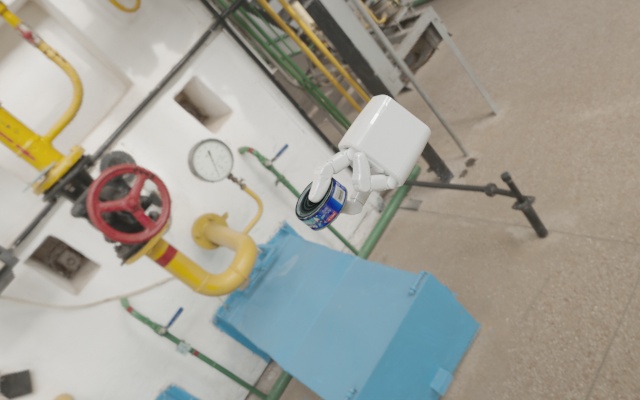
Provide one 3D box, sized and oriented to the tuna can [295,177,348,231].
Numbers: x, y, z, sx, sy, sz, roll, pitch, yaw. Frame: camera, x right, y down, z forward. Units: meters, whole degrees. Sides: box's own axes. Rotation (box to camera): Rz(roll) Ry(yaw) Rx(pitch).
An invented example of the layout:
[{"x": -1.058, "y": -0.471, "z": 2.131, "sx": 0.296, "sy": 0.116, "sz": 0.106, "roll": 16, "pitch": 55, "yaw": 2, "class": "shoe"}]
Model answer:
[{"x": 0.000, "y": 0.002, "z": 0.748, "sx": 0.034, "sy": 0.086, "sz": 0.086, "roll": 38, "pitch": -21, "yaw": -28, "class": "tuna can"}]
